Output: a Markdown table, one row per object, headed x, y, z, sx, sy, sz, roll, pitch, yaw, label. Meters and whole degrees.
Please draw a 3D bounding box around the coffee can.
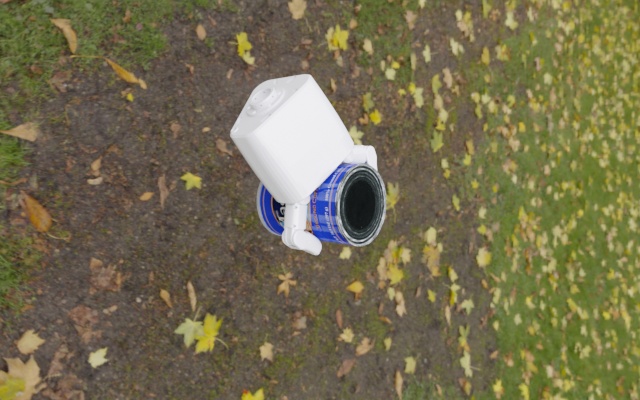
| x | y | z | sx | sy | sz | roll | pitch | yaw | label |
| --- | --- | --- | --- | --- | --- | --- | --- | --- | --- |
| 0.000 | 0.002 | 0.629 | 0.140 | 0.103 | 0.103 | 4 | 3 | 41 | coffee can |
